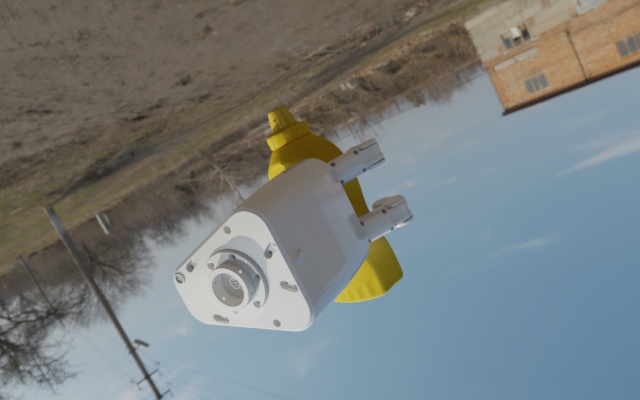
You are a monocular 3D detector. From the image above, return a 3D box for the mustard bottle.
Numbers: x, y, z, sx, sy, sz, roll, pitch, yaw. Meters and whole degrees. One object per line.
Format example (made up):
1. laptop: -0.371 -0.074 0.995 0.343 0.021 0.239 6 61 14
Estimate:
1. mustard bottle: 0.000 0.002 0.452 0.058 0.191 0.096 -32 10 -35
